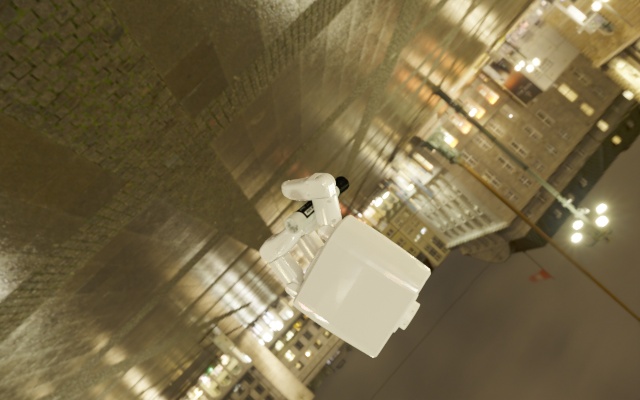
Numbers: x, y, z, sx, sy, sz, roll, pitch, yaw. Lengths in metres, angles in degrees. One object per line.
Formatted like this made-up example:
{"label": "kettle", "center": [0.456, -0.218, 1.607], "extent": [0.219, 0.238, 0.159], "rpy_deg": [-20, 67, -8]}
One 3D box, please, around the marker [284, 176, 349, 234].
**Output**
{"label": "marker", "center": [0.000, 0.002, 0.527], "extent": [0.020, 0.020, 0.121], "rpy_deg": [0, 24, 31]}
